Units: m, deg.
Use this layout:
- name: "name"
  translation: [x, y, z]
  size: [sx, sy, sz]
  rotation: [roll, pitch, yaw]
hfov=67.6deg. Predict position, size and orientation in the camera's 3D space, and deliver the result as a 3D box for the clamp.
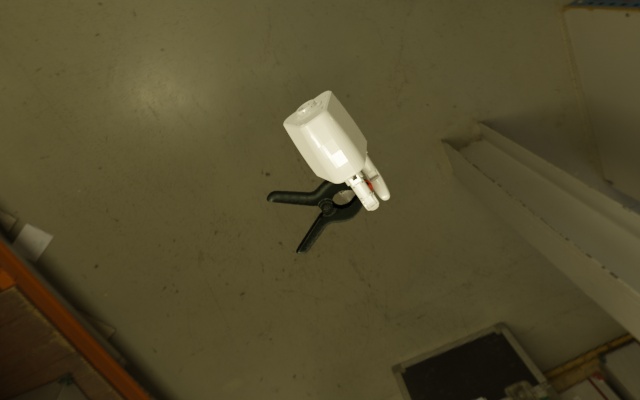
- name: "clamp"
  translation: [0.000, 0.003, 0.786]
  size: [0.171, 0.120, 0.039]
  rotation: [-34, 23, 7]
